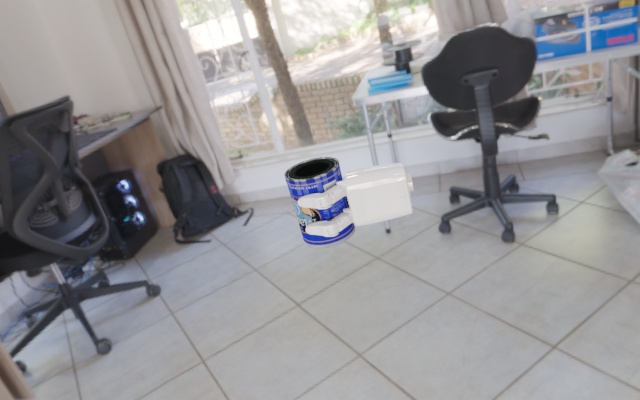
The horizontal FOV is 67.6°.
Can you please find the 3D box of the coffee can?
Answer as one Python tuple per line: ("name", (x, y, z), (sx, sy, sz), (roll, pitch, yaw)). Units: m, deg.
("coffee can", (0.000, 0.003, 0.889), (0.103, 0.140, 0.102), (-13, 23, 6))
